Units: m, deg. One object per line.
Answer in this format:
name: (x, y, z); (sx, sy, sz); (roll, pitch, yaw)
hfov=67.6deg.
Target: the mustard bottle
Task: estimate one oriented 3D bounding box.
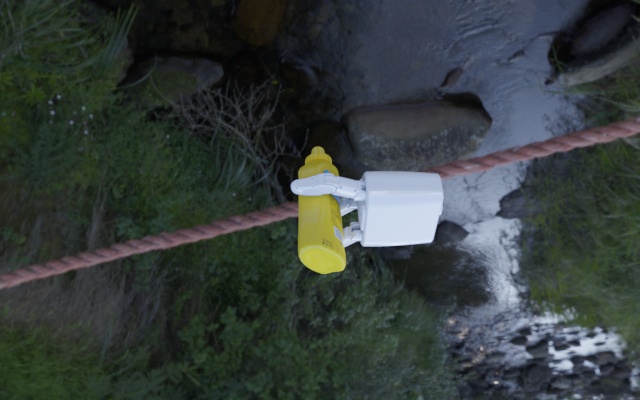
mustard bottle: (0.000, 0.003, 0.696); (0.058, 0.191, 0.096); (-14, -33, 19)
